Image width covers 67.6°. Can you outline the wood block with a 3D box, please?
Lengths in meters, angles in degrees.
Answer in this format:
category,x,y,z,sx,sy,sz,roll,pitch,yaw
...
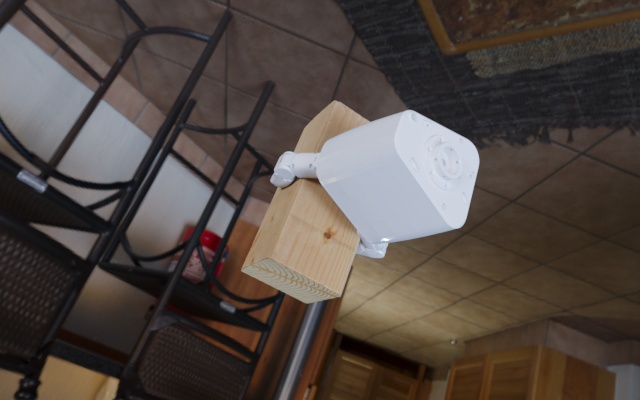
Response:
category,x,y,z,sx,sy,sz,roll,pitch,yaw
wood block,0.000,0.002,0.553,0.091,0.206,0.090,30,-27,-17
